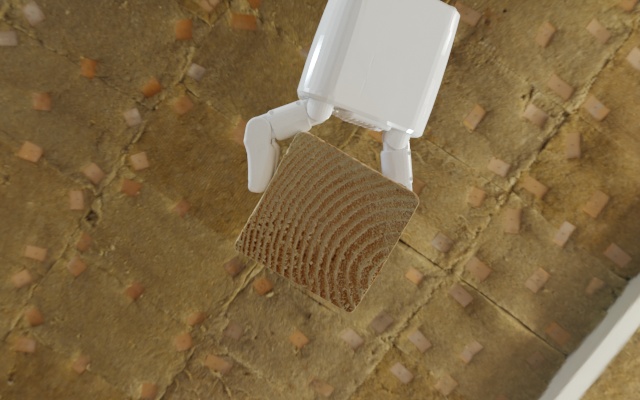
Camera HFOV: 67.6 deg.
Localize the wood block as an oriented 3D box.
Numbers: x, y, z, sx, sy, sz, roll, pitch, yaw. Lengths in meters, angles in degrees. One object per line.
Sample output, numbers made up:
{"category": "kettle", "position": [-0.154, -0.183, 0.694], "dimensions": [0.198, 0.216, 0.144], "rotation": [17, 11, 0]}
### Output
{"category": "wood block", "position": [0.001, 0.001, 0.401], "dimensions": [0.091, 0.090, 0.206], "rotation": [29, 6, -5]}
